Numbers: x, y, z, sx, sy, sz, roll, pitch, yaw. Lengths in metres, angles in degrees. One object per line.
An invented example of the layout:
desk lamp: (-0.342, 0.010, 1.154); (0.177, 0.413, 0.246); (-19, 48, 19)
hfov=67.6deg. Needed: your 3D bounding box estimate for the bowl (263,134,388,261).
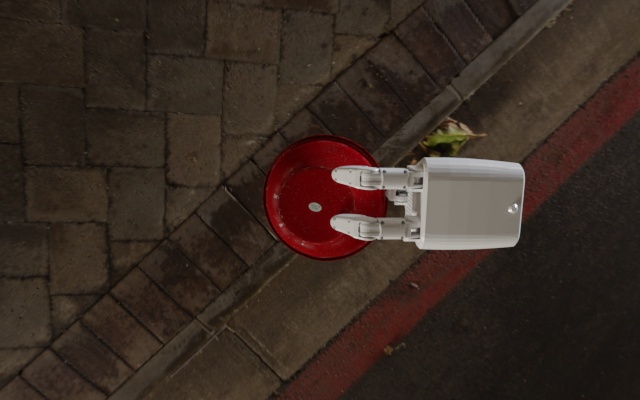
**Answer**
bowl: (-0.001, 0.002, 0.577); (0.162, 0.162, 0.055); (0, 9, 11)
